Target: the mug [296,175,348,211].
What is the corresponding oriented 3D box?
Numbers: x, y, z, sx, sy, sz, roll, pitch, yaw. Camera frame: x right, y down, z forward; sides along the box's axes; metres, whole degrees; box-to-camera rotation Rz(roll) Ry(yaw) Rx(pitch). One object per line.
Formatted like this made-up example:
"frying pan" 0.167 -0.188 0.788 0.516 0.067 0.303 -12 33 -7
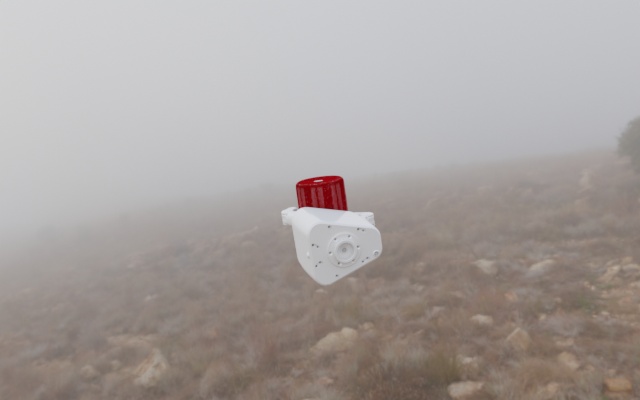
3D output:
"mug" 0.000 0.002 0.815 0.093 0.081 0.117 -11 11 -14
